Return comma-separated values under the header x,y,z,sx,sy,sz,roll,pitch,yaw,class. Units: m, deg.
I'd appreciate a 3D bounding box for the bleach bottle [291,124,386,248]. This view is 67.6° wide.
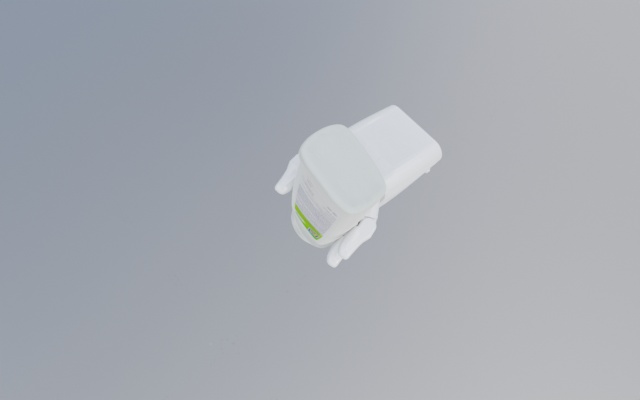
x,y,z,sx,sy,sz,roll,pitch,yaw,class
0.000,0.002,0.611,0.068,0.102,0.251,-33,-7,-19,bleach bottle
